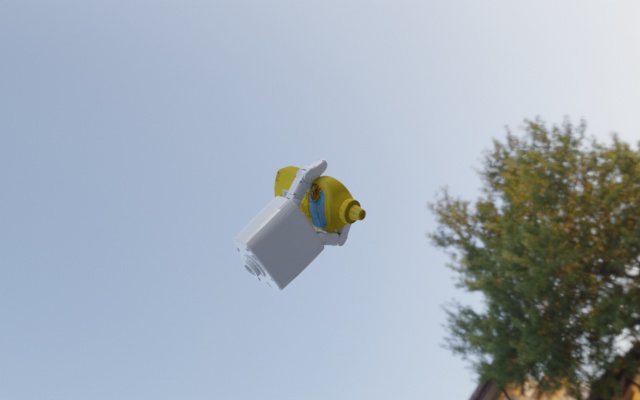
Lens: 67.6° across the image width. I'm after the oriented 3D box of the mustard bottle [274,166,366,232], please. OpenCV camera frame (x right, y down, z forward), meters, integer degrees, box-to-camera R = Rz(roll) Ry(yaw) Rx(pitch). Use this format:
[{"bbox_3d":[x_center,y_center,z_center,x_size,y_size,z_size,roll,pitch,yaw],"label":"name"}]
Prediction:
[{"bbox_3d":[0.000,0.002,0.818,0.058,0.096,0.191,-21,26,-39],"label":"mustard bottle"}]
